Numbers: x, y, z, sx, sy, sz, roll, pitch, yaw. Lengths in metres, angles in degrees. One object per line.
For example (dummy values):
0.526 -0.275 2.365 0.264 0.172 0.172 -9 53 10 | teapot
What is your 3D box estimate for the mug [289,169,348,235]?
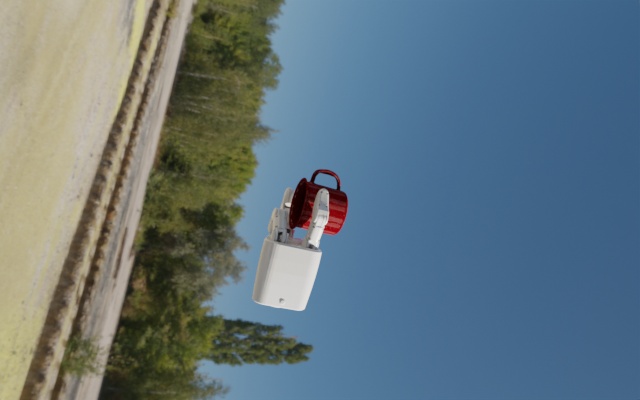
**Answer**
0.001 0.001 0.844 0.081 0.117 0.093 14 3 -17 | mug
